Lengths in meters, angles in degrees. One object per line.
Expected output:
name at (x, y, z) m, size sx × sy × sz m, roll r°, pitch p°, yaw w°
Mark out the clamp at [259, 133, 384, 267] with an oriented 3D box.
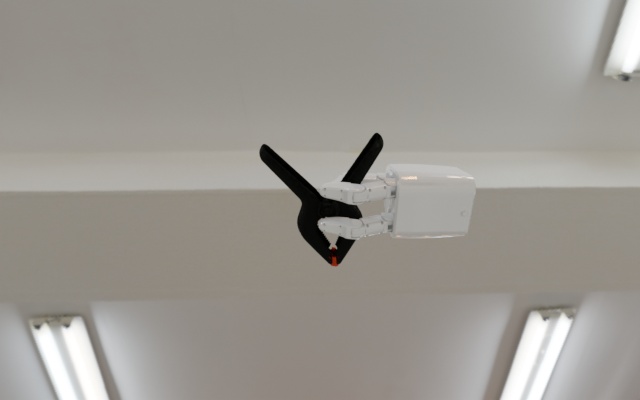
clamp at (0.000, 0.002, 0.677) m, size 0.164 × 0.210 × 0.036 m, roll 1°, pitch 31°, yaw 1°
